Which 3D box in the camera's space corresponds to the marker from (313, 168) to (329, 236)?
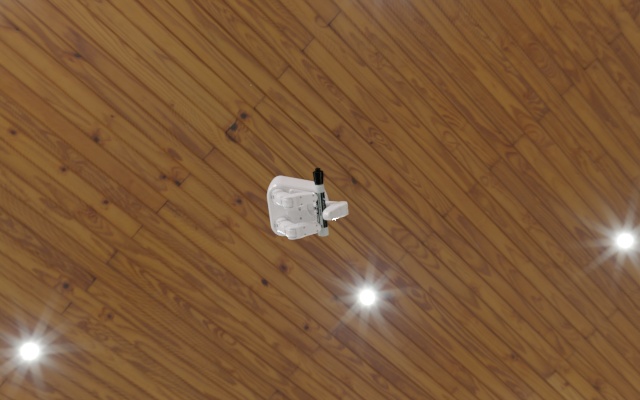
[{"bbox_3d":[0.000,0.003,0.837,0.020,0.121,0.020,-5,14,1],"label":"marker"}]
